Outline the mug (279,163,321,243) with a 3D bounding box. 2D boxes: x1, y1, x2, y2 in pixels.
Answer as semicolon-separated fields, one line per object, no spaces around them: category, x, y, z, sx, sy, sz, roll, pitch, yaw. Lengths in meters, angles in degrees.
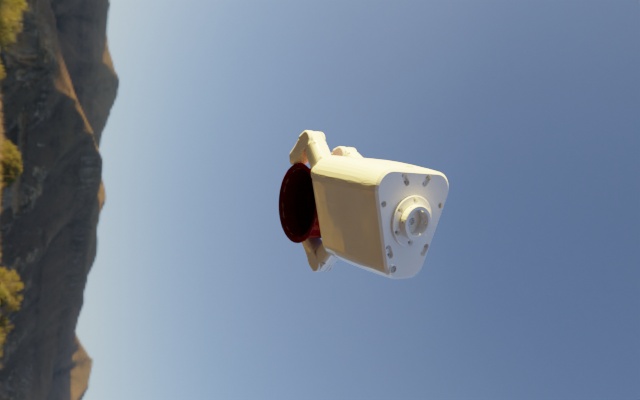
mug;0.000;0.002;0.584;0.081;0.093;0.117;2;9;-32
